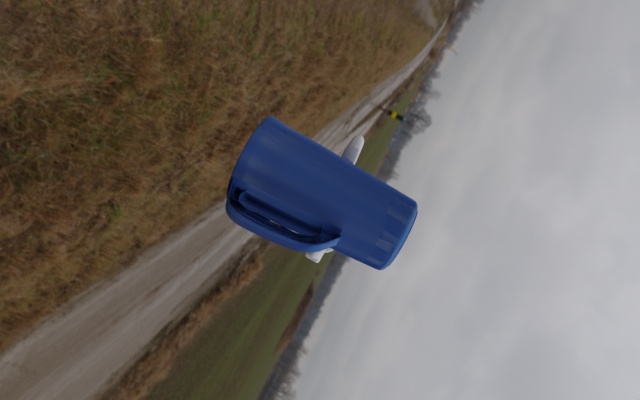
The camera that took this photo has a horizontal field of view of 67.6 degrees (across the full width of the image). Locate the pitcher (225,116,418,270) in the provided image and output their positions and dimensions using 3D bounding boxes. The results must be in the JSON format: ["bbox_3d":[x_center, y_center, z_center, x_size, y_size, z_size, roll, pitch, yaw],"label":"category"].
[{"bbox_3d":[0.000,0.002,0.650,0.243,0.149,0.145,28,-1,4],"label":"pitcher"}]
